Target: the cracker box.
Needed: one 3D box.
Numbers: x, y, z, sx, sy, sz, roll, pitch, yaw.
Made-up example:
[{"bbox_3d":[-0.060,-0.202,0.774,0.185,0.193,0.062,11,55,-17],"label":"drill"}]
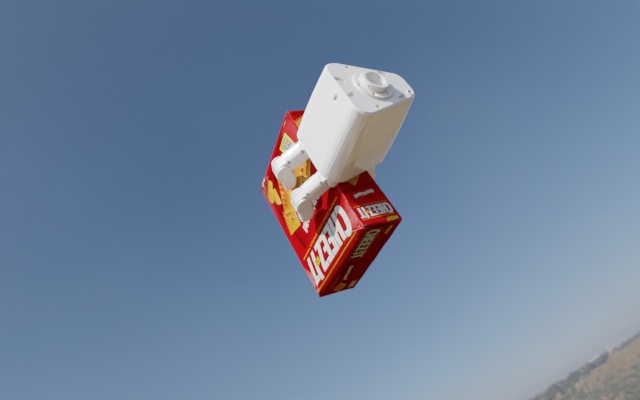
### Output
[{"bbox_3d":[0.000,0.002,0.676,0.072,0.213,0.164,-10,-36,-32],"label":"cracker box"}]
